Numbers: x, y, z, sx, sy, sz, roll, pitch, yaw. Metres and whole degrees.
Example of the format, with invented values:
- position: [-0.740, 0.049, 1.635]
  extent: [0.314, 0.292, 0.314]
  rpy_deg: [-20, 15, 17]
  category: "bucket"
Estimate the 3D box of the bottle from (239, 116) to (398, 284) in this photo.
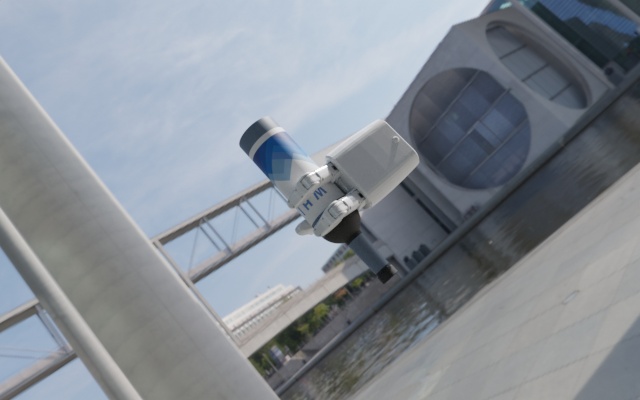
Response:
- position: [0.000, 0.002, 0.694]
  extent: [0.069, 0.295, 0.069]
  rpy_deg: [-41, -12, -11]
  category: "bottle"
